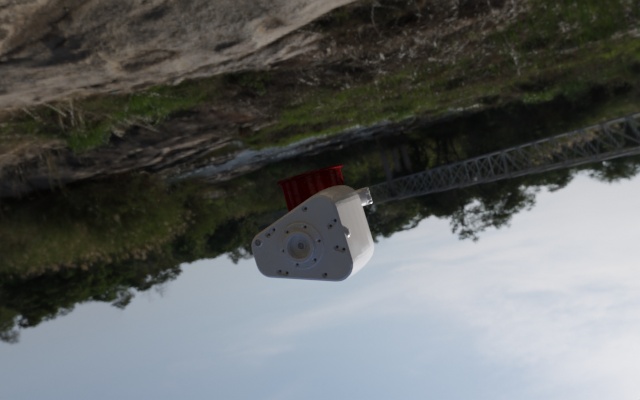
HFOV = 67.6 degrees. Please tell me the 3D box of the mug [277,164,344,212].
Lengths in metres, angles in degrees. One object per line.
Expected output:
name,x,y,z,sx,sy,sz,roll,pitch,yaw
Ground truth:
mug,0.001,0.002,0.654,0.093,0.081,0.117,-16,0,19
